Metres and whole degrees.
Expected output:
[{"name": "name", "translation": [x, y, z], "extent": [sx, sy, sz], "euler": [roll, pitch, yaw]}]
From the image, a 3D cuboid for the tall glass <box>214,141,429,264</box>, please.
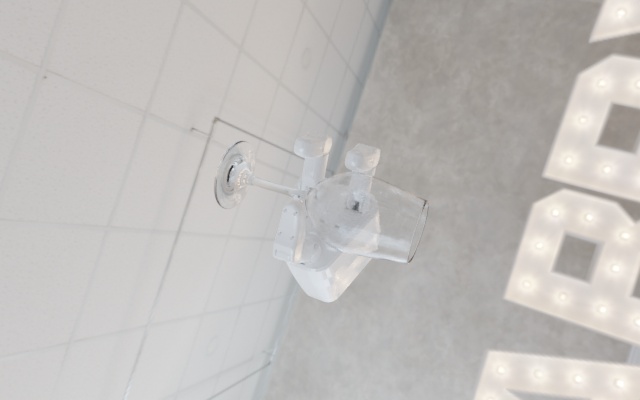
[{"name": "tall glass", "translation": [-0.001, 0.001, 0.469], "extent": [0.201, 0.079, 0.079], "euler": [17, 6, 19]}]
